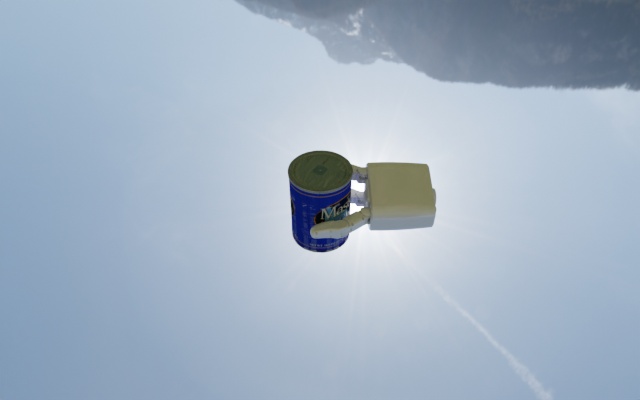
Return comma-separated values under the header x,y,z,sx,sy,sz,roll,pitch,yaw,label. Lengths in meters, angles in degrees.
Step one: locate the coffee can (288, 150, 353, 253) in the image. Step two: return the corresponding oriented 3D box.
x,y,z,sx,sy,sz,roll,pitch,yaw,label
0.000,0.003,0.796,0.103,0.140,0.102,0,43,0,coffee can
